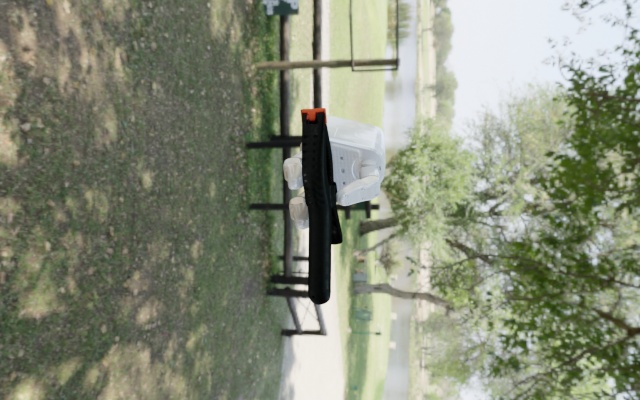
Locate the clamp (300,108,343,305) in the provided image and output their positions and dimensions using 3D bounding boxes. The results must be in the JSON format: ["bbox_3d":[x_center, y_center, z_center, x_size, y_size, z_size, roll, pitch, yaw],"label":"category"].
[{"bbox_3d":[0.001,0.001,0.552,0.036,0.210,0.164,-2,27,8],"label":"clamp"}]
